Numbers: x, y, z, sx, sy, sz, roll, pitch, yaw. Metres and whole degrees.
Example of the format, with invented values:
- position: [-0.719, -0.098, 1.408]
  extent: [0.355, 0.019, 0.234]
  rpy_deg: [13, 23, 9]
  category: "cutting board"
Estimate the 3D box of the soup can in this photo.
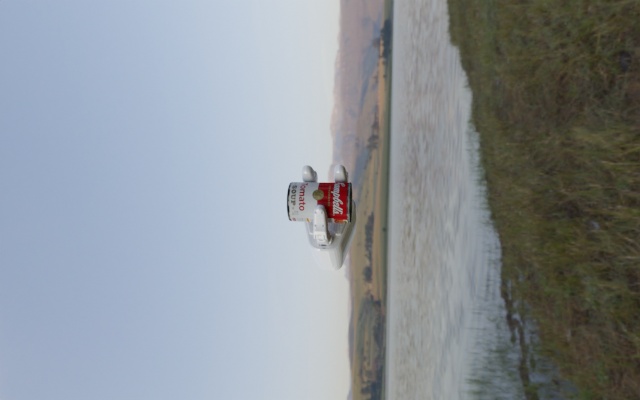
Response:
- position: [0.000, 0.002, 0.794]
  extent: [0.102, 0.068, 0.068]
  rpy_deg: [1, 0, 8]
  category: "soup can"
